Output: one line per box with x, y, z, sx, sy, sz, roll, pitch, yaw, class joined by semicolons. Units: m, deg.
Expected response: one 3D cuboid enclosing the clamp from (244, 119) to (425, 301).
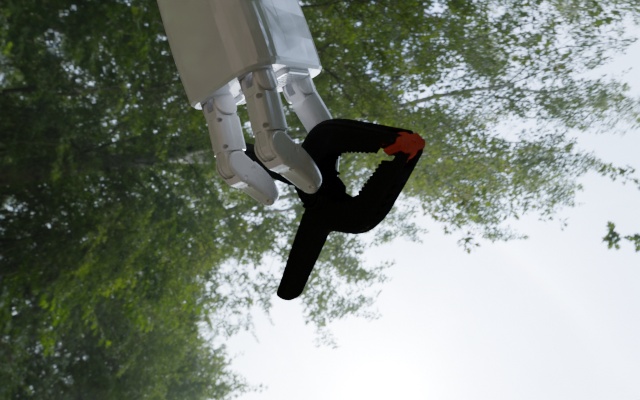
0.001;0.001;0.407;0.210;0.164;0.036;-17;3;43;clamp
